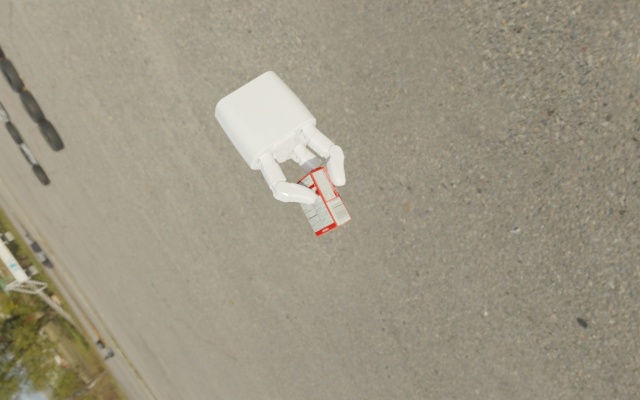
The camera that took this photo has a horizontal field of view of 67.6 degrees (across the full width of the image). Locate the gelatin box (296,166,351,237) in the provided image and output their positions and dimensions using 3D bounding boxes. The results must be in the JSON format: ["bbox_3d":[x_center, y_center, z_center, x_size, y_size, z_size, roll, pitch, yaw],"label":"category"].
[{"bbox_3d":[0.000,0.003,0.704,0.030,0.089,0.073,-25,-4,-30],"label":"gelatin box"}]
